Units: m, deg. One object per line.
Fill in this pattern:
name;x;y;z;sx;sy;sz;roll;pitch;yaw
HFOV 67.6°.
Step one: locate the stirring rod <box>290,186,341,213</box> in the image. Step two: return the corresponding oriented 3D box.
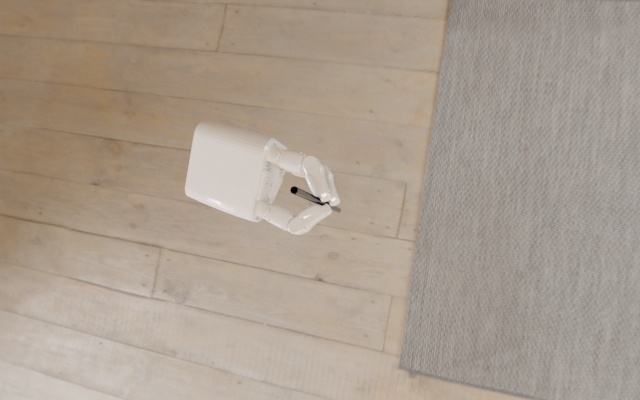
stirring rod;0.000;0.002;0.598;0.011;0.011;0.239;0;-6;13
